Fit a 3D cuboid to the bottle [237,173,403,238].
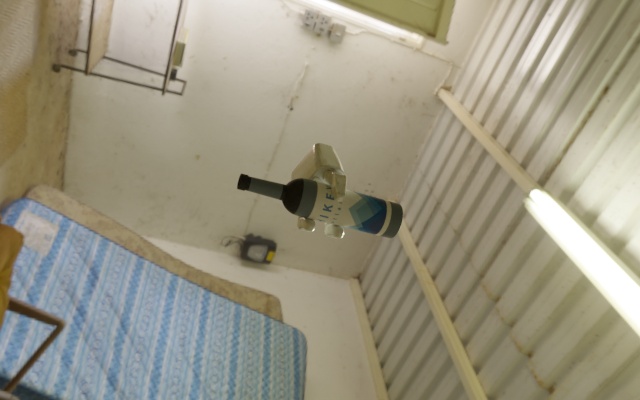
[{"bbox_3d":[0.000,0.003,0.842,0.296,0.069,0.069,14,-4,-17],"label":"bottle"}]
